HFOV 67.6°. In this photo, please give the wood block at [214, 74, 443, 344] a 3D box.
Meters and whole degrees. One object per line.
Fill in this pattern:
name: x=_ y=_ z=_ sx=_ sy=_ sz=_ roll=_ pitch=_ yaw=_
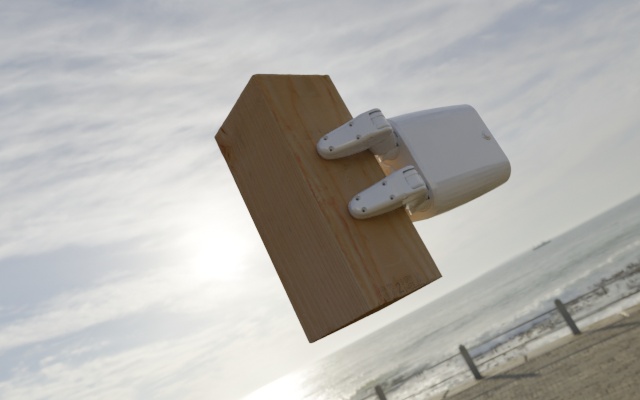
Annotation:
wood block: x=0.000 y=0.001 z=0.413 sx=0.090 sy=0.206 sz=0.091 roll=-13 pitch=-22 yaw=-41
